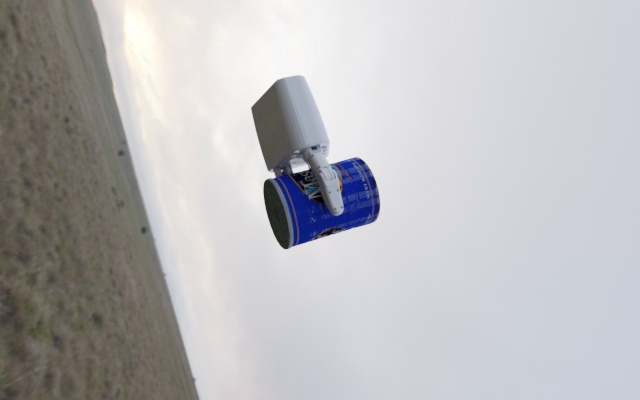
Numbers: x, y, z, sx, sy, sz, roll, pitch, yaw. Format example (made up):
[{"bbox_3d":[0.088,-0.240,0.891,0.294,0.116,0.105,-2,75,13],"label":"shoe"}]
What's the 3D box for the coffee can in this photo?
[{"bbox_3d":[0.000,0.002,0.690,0.140,0.103,0.103,-16,5,-20],"label":"coffee can"}]
